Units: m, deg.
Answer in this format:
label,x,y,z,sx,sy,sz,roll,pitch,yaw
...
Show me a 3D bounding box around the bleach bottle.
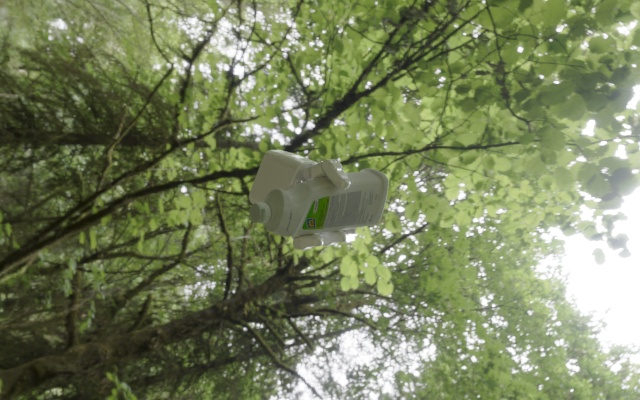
label,x,y,z,sx,sy,sz,roll,pitch,yaw
bleach bottle,0.000,0.003,0.772,0.251,0.102,0.068,-5,21,-41
